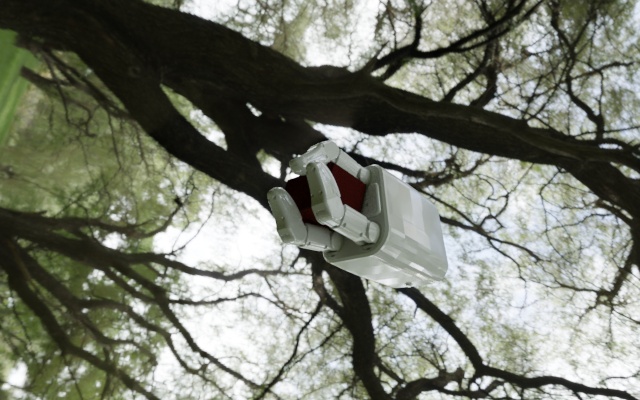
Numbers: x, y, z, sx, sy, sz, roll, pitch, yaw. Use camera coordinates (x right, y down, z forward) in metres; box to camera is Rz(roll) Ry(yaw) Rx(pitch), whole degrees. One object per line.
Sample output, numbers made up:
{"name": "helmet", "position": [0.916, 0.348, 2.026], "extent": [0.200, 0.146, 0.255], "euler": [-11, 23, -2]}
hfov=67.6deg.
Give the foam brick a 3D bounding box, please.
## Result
{"name": "foam brick", "position": [0.000, 0.002, 0.510], "extent": [0.051, 0.053, 0.078], "euler": [31, -30, -30]}
